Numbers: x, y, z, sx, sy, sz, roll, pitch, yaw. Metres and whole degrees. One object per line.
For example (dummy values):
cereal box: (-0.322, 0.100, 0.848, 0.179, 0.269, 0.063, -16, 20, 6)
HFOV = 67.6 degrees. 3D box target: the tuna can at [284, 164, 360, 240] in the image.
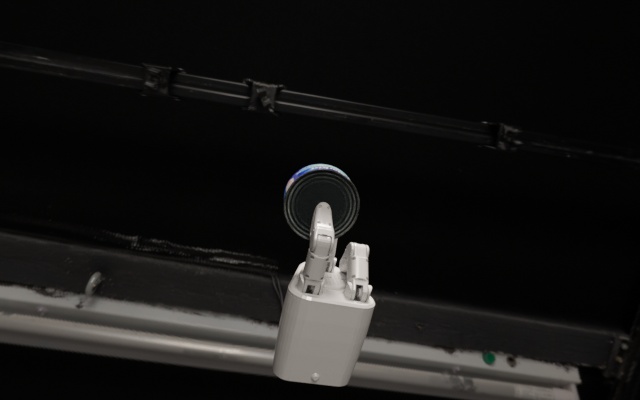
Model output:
tuna can: (0.000, 0.002, 0.549, 0.086, 0.086, 0.033, 0, 17, -6)
